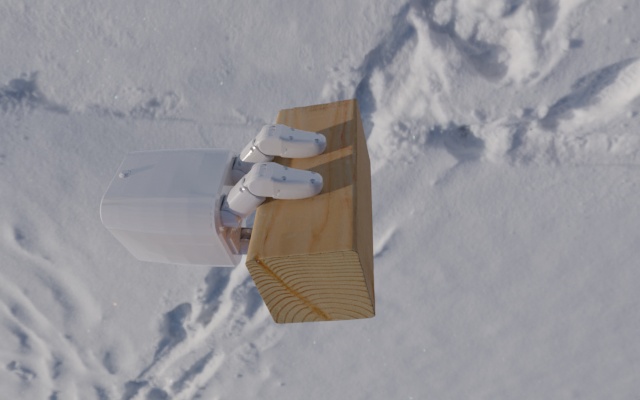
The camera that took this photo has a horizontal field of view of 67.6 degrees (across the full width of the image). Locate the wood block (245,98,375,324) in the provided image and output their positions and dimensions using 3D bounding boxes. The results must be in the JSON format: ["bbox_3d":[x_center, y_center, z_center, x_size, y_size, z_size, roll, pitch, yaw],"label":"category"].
[{"bbox_3d":[0.000,0.002,0.454,0.090,0.091,0.206,-7,43,11],"label":"wood block"}]
